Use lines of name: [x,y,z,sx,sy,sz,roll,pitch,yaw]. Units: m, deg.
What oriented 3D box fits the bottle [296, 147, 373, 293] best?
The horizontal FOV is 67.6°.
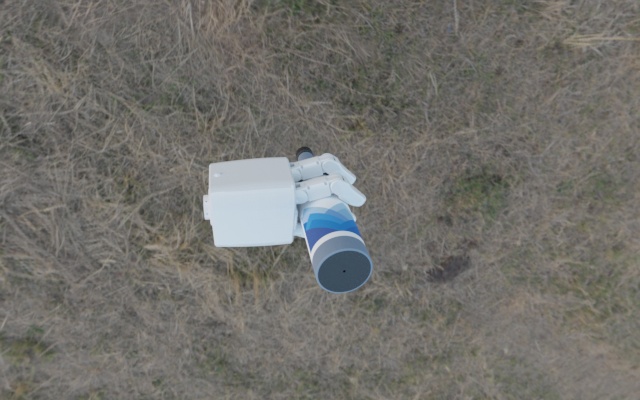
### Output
bottle: [0.000,0.002,0.661,0.069,0.069,0.295,0,32,-13]
